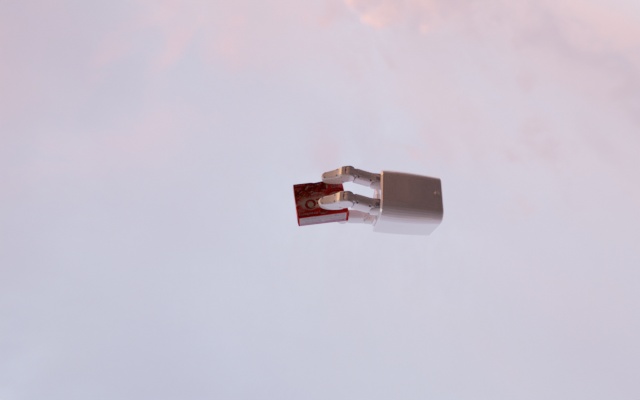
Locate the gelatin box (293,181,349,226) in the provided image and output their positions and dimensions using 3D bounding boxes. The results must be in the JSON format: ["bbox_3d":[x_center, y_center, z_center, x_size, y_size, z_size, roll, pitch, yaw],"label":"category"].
[{"bbox_3d":[0.000,0.003,0.825,0.089,0.073,0.030,-7,-35,-4],"label":"gelatin box"}]
